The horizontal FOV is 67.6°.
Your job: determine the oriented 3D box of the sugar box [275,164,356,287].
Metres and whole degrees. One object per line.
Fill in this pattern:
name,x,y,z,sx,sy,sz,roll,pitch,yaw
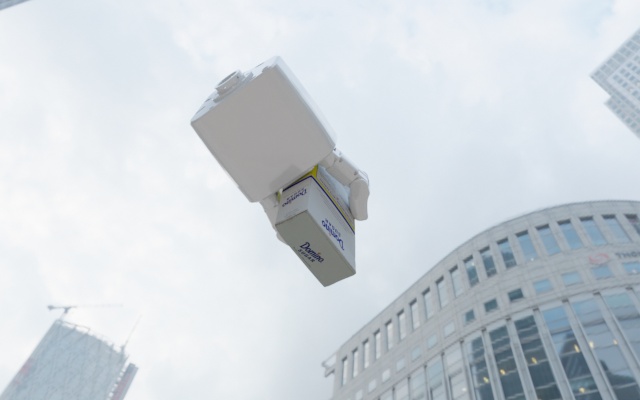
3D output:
sugar box,0.000,0.002,0.532,0.048,0.093,0.176,-26,27,22
